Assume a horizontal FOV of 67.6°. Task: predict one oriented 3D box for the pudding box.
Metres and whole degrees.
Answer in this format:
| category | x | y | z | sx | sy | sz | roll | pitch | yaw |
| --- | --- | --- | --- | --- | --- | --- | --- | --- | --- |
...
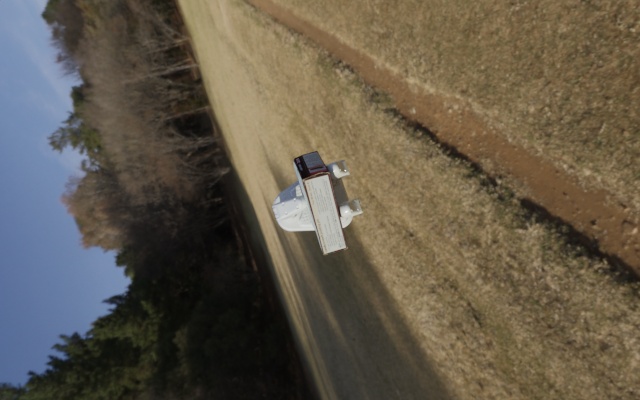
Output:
| category | x | y | z | sx | sy | sz | roll | pitch | yaw |
| --- | --- | --- | --- | --- | --- | --- | --- | --- | --- |
| pudding box | 0.000 | 0.002 | 0.632 | 0.039 | 0.113 | 0.090 | -19 | 25 | -4 |
